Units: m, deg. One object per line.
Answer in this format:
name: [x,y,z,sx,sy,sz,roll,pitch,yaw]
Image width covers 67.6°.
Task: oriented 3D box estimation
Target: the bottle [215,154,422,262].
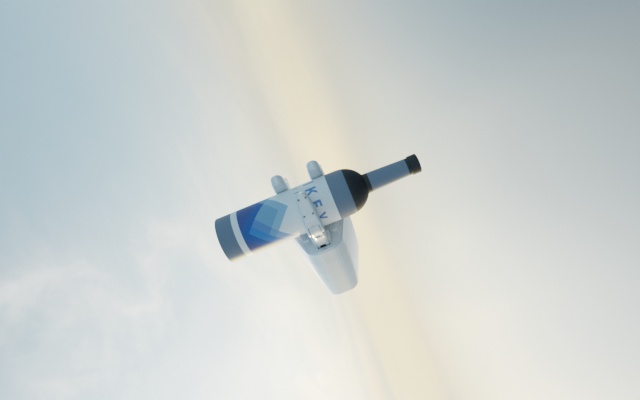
bottle: [0.000,0.002,0.673,0.296,0.069,0.069,-22,-1,2]
